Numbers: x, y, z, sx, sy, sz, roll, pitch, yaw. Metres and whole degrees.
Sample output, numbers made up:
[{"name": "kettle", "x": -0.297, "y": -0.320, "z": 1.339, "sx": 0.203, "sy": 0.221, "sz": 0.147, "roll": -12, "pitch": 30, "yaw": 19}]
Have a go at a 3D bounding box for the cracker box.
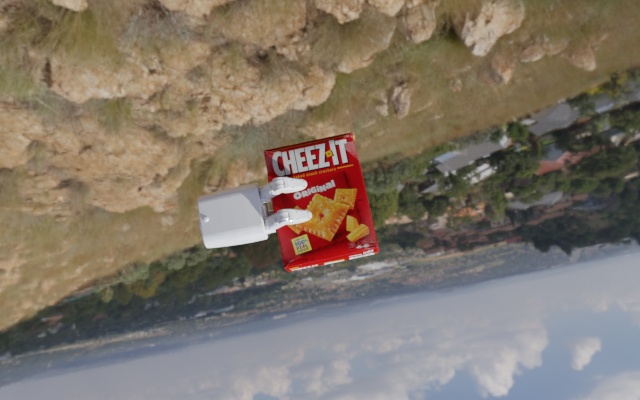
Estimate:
[{"name": "cracker box", "x": 0.000, "y": 0.003, "z": 0.836, "sx": 0.164, "sy": 0.213, "sz": 0.072, "roll": -12, "pitch": -14, "yaw": 1}]
